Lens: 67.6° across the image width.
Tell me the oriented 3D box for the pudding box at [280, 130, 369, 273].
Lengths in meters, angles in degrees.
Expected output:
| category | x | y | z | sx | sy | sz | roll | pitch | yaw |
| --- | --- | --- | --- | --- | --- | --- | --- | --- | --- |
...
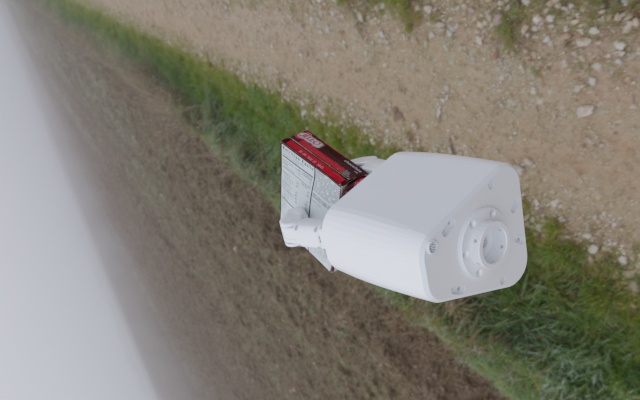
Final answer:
| category | x | y | z | sx | sy | sz | roll | pitch | yaw |
| --- | --- | --- | --- | --- | --- | --- | --- | --- | --- |
| pudding box | 0.000 | 0.002 | 0.464 | 0.039 | 0.114 | 0.090 | -24 | 48 | -32 |
